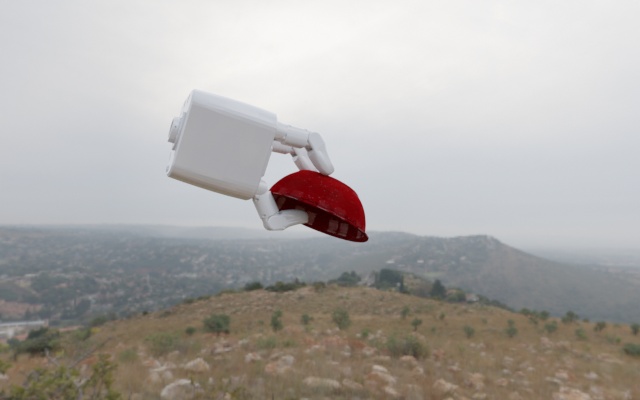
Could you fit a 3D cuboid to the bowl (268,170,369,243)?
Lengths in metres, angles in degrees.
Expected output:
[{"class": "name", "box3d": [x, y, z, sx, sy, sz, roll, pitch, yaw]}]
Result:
[{"class": "bowl", "box3d": [0.001, 0.002, 0.665, 0.162, 0.055, 0.162, 22, -13, 5]}]
